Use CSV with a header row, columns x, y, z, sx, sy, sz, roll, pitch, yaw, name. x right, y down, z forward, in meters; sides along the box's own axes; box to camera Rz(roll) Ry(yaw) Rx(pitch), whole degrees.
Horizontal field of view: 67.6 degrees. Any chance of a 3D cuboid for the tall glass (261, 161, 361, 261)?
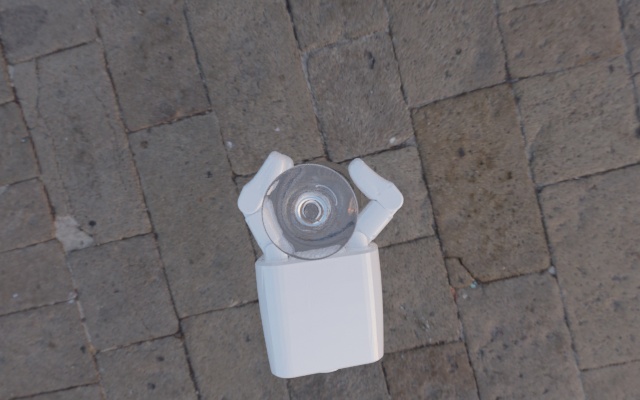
x,y,z,sx,sy,sz,roll,pitch,yaw,name
0.000,0.001,0.460,0.079,0.079,0.201,0,5,5,tall glass
